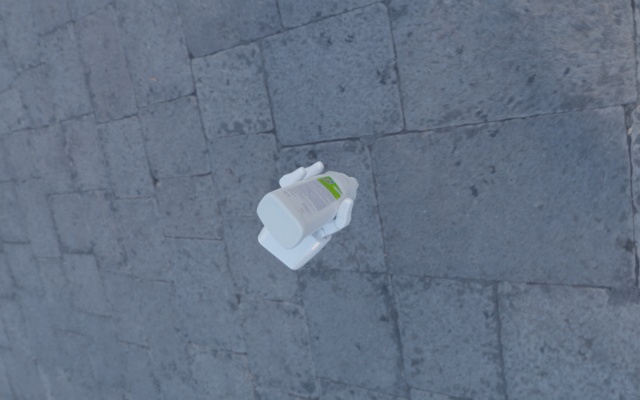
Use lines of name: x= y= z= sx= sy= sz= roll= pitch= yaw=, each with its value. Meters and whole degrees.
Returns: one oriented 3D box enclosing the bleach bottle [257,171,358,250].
bleach bottle: x=0.000 y=0.003 z=0.888 sx=0.251 sy=0.102 sz=0.068 roll=-24 pitch=-21 yaw=-51
